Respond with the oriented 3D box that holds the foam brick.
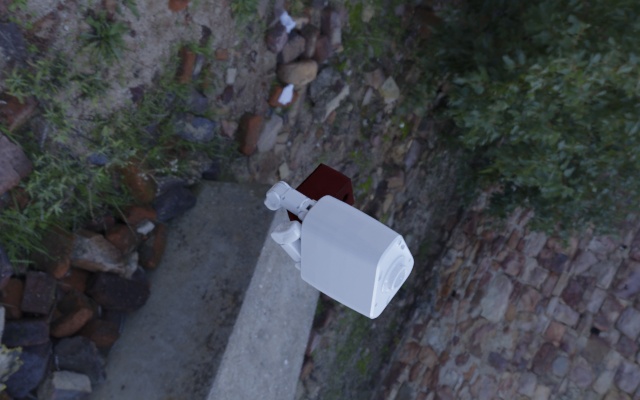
[{"bbox_3d":[0.000,0.002,0.614,0.051,0.078,0.053,27,-30,30],"label":"foam brick"}]
